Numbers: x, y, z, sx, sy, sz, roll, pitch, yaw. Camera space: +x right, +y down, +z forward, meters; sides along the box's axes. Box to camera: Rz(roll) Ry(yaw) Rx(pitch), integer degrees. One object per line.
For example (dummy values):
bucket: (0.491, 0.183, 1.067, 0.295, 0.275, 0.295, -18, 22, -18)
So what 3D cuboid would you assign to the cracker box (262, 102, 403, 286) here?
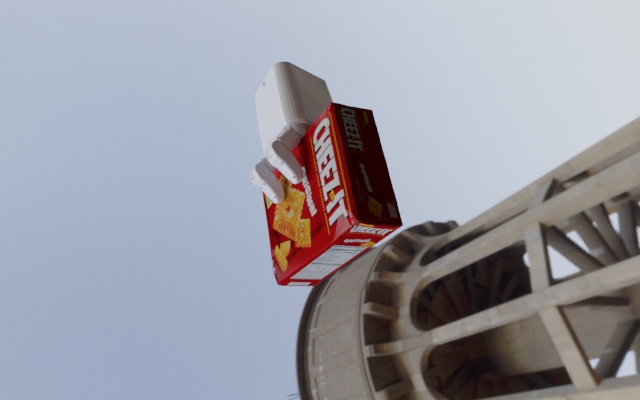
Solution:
cracker box: (0.000, 0.002, 0.629, 0.072, 0.164, 0.214, 5, -29, -30)
